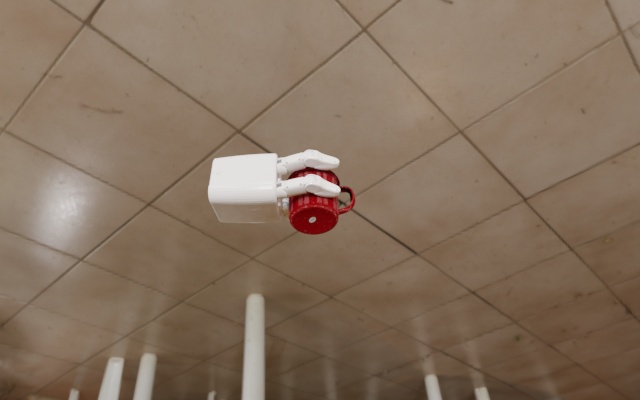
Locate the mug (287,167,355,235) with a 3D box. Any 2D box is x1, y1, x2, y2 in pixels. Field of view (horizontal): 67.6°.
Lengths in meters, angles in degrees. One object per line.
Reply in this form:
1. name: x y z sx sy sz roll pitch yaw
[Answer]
1. mug: 0.002 0.003 0.800 0.117 0.081 0.093 -3 -40 1
